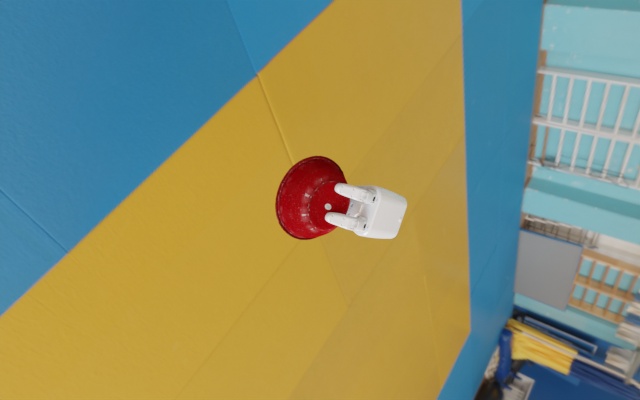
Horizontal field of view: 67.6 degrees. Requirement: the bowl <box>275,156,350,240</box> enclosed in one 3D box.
[{"bbox_3d":[-0.001,0.003,0.865,0.162,0.162,0.055,0,15,-37],"label":"bowl"}]
